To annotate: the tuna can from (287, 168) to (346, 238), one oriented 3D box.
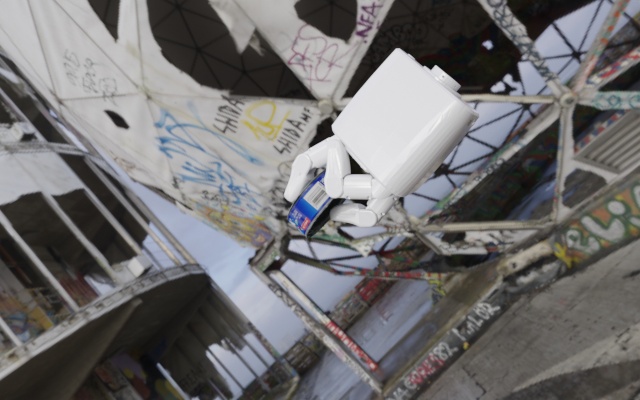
[{"bbox_3d":[0.000,0.002,0.567,0.033,0.086,0.086,41,8,10],"label":"tuna can"}]
